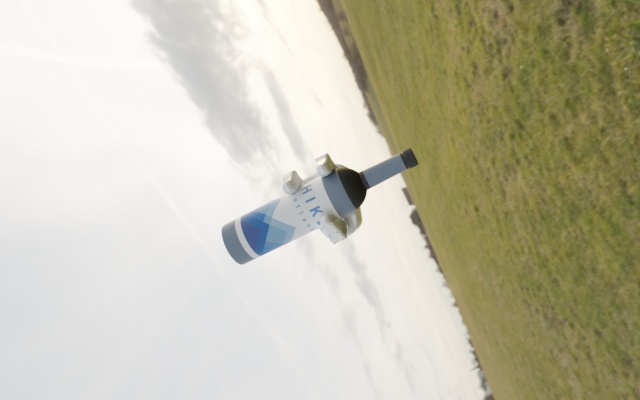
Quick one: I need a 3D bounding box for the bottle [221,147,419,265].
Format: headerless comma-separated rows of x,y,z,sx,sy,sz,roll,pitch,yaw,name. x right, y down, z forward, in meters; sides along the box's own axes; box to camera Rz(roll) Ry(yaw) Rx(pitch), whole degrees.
0.000,0.002,0.686,0.296,0.069,0.069,-26,-5,10,bottle
